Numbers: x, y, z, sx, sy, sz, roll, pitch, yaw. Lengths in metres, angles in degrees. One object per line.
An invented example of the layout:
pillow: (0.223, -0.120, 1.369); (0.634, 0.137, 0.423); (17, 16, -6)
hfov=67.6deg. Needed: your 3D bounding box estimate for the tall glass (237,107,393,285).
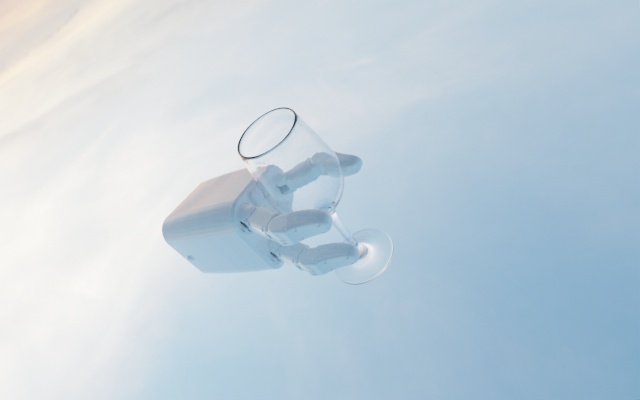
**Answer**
tall glass: (0.001, 0.002, 0.478); (0.079, 0.079, 0.201); (0, -38, 37)
